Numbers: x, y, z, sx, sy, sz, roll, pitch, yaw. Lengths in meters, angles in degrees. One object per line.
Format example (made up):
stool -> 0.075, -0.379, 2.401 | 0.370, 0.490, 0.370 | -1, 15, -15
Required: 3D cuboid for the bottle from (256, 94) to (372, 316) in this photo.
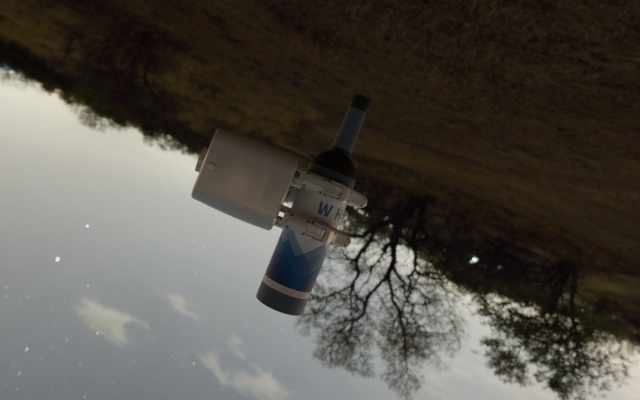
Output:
bottle -> 0.000, 0.002, 0.629 | 0.069, 0.296, 0.069 | 22, 2, -1
